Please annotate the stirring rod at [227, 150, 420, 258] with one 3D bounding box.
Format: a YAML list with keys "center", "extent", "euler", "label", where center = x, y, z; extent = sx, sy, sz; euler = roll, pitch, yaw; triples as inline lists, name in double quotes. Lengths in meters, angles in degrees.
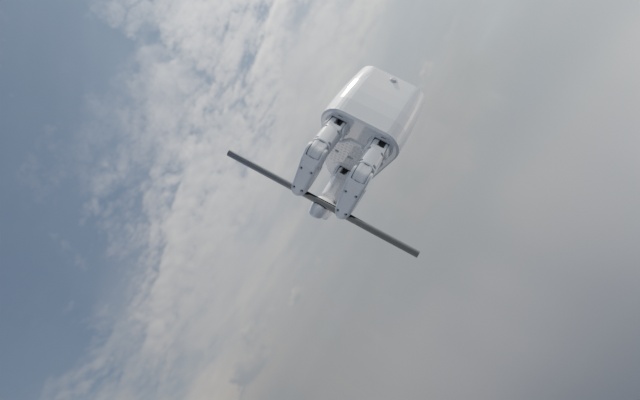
- center: [0.000, 0.002, 0.529]
  extent: [0.239, 0.011, 0.011]
  euler: [28, 4, 8]
  label: "stirring rod"
